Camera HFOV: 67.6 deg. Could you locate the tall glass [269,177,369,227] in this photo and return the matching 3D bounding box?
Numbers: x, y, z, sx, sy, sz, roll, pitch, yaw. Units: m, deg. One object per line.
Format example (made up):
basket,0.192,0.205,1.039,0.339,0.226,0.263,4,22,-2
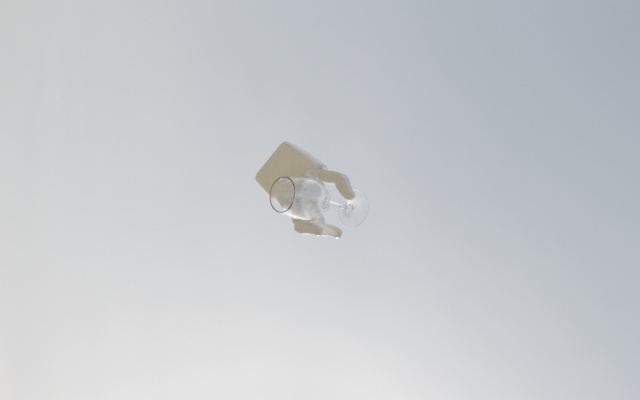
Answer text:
tall glass,0.001,0.003,0.871,0.079,0.079,0.201,0,-7,40
